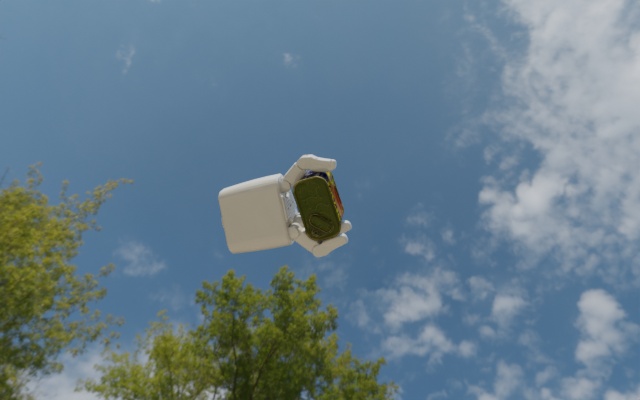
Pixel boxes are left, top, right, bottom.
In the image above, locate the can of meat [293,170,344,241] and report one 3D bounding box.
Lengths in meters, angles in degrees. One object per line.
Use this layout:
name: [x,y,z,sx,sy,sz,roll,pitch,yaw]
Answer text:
can of meat: [0.000,0.002,0.772,0.057,0.102,0.084,-15,14,12]
